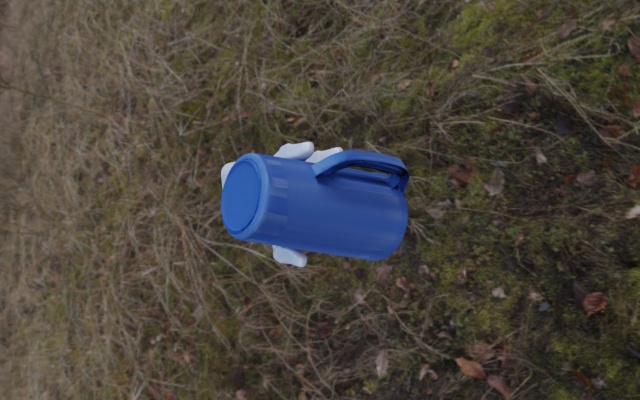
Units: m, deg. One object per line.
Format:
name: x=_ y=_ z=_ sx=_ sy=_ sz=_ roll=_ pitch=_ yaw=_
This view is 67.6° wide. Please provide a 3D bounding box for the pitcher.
pitcher: x=0.000 y=0.002 z=0.647 sx=0.243 sy=0.149 sz=0.145 roll=10 pitch=-3 yaw=-39
